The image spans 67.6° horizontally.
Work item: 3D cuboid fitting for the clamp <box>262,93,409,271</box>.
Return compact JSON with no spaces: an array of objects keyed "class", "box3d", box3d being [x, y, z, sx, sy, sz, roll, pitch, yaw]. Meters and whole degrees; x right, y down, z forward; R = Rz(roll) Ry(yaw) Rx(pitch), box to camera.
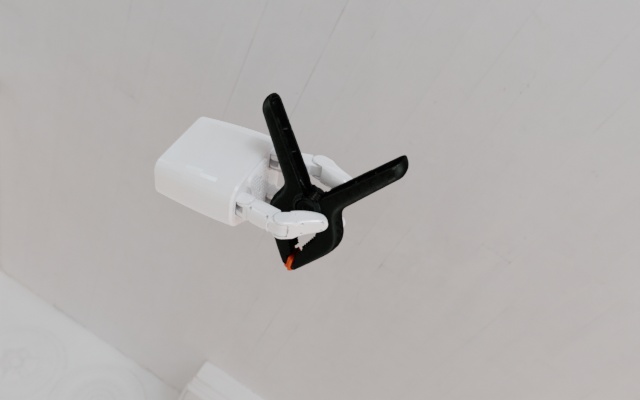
[{"class":"clamp","box3d":[-0.001,0.002,0.531,0.164,0.210,0.036,23,36,17]}]
